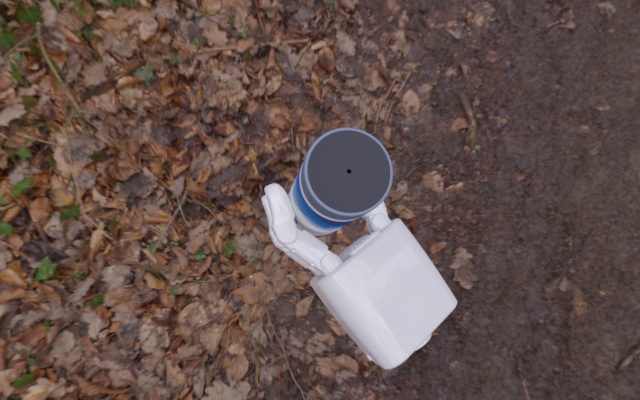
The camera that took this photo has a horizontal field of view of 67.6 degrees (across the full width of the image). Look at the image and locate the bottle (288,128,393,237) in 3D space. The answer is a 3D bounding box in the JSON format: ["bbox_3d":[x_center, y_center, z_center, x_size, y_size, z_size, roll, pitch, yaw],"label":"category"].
[{"bbox_3d":[0.000,0.001,0.491,0.069,0.069,0.296,0,-9,-8],"label":"bottle"}]
